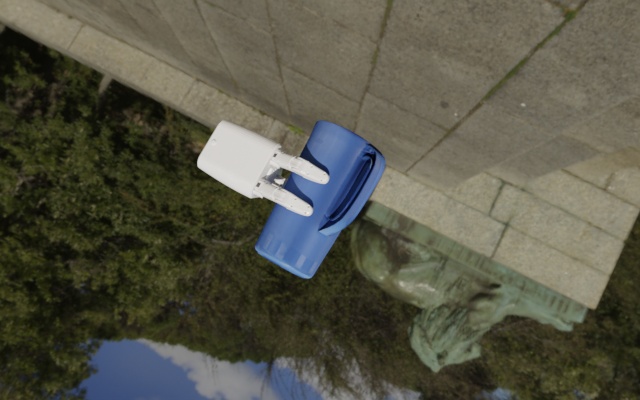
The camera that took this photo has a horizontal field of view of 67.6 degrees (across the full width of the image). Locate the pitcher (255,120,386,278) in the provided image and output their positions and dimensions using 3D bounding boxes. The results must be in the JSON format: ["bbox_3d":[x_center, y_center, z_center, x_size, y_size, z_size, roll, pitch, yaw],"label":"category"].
[{"bbox_3d":[0.000,0.002,0.782,0.145,0.243,0.149,28,-6,10],"label":"pitcher"}]
